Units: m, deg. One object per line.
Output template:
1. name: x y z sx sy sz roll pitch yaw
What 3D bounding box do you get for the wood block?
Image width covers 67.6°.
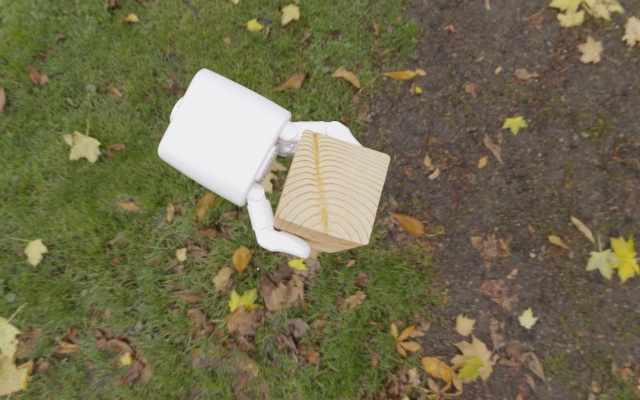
1. wood block: 0.000 0.002 0.541 0.090 0.091 0.206 17 -10 -5
